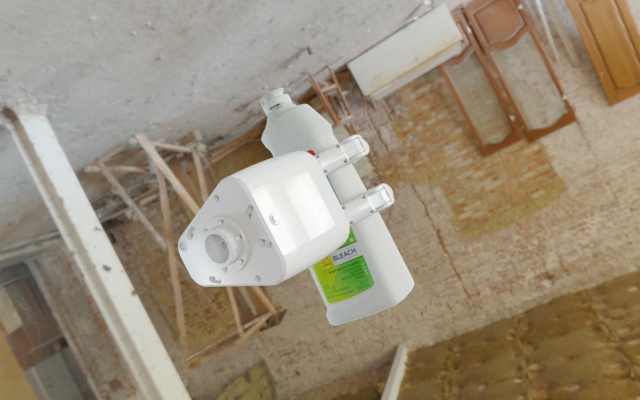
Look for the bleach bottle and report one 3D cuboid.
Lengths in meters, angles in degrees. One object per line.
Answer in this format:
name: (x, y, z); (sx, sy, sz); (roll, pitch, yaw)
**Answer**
bleach bottle: (0.000, 0.002, 0.513); (0.102, 0.251, 0.068); (-28, -1, 34)
